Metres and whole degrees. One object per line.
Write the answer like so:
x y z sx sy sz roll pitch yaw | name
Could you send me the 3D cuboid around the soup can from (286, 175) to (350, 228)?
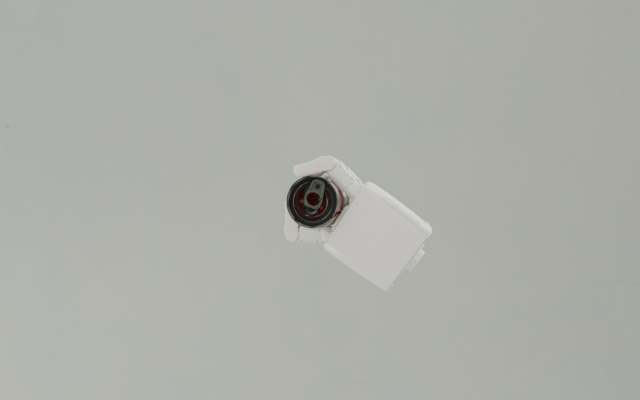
0.000 0.002 0.653 0.068 0.068 0.102 0 -1 13 | soup can
